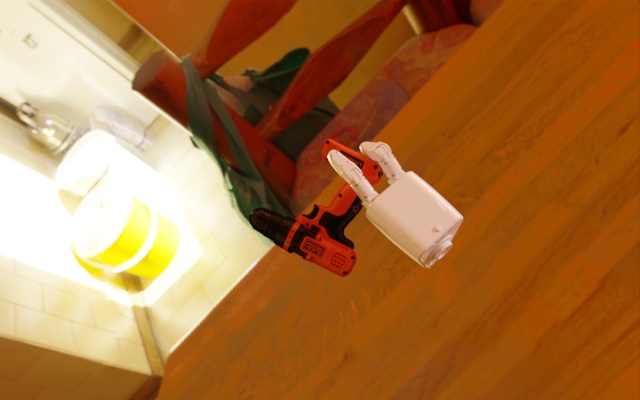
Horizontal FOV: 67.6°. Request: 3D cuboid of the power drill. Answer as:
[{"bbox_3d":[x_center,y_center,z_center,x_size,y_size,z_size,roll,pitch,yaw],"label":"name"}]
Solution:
[{"bbox_3d":[0.001,0.002,0.751,0.184,0.187,0.057,27,1,6],"label":"power drill"}]
